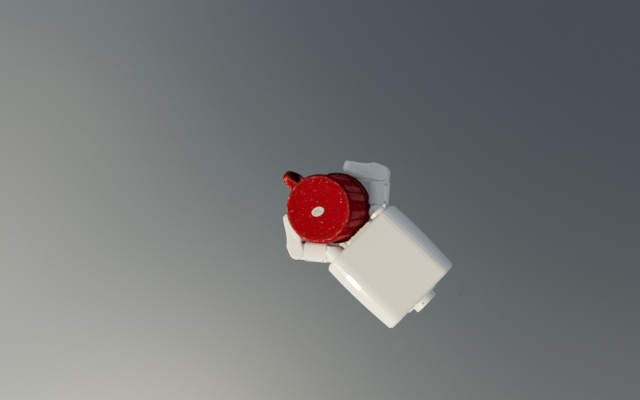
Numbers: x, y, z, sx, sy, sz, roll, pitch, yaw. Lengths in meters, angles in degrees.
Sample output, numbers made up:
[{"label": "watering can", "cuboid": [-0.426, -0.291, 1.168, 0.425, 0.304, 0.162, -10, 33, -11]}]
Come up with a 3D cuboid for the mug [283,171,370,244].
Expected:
[{"label": "mug", "cuboid": [-0.001, 0.001, 0.592, 0.117, 0.093, 0.081, 42, 12, 14]}]
